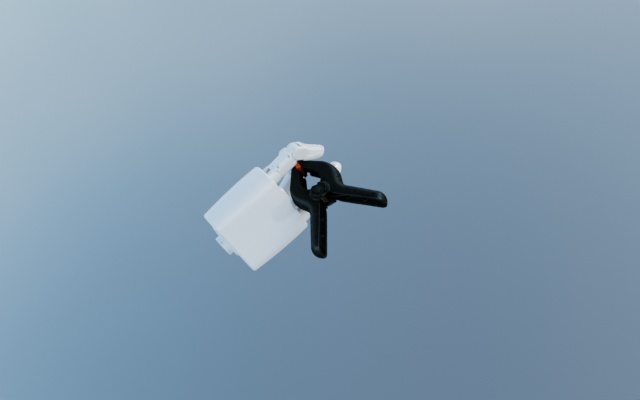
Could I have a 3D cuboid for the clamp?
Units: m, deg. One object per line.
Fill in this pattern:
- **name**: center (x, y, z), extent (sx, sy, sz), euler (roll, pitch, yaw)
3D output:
- **clamp**: center (0.000, 0.002, 0.669), extent (0.171, 0.120, 0.039), euler (37, -15, 44)
